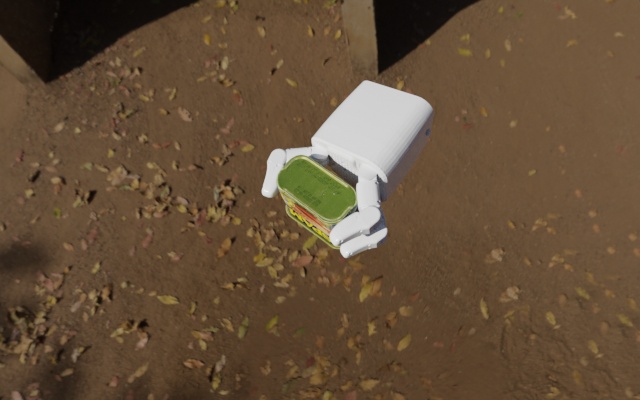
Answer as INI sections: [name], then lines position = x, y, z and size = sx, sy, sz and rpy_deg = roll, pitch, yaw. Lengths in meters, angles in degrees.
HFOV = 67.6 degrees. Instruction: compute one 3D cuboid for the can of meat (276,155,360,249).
[can of meat]
position = 0.000, 0.002, 0.566
size = 0.102, 0.057, 0.084
rpy_deg = 35, -14, 20
